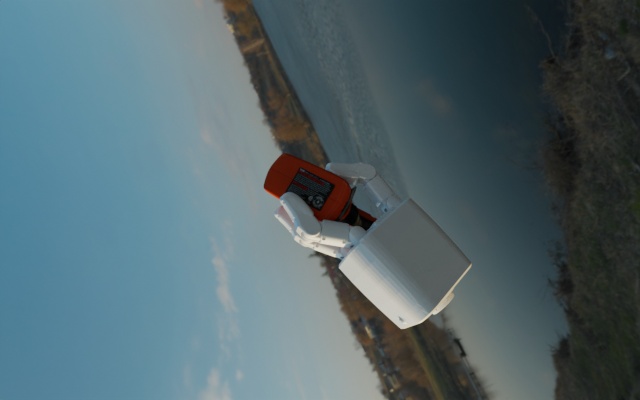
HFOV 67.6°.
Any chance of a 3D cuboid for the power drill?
[{"bbox_3d":[0.000,0.002,0.630,0.184,0.057,0.188,25,-5,25],"label":"power drill"}]
